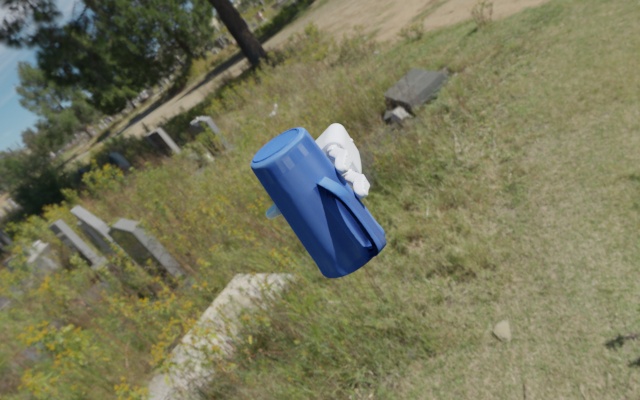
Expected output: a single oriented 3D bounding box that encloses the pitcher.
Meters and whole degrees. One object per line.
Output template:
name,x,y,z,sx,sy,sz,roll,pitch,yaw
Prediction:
pitcher,0.000,0.003,0.794,0.149,0.243,0.145,-28,23,19
